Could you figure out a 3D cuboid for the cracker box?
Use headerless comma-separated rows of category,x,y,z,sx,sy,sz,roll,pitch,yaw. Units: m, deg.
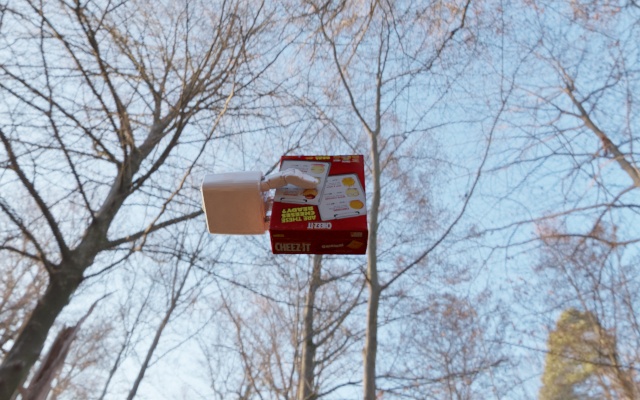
cracker box,0.000,0.003,0.869,0.164,0.072,0.213,0,41,3
